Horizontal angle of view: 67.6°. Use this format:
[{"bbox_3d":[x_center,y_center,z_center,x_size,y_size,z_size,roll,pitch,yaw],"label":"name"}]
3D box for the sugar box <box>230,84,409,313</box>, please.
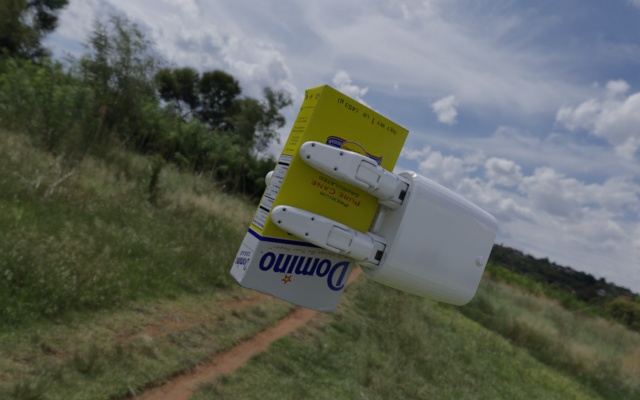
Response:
[{"bbox_3d":[0.000,0.001,0.411,0.093,0.176,0.048,23,-4,-25],"label":"sugar box"}]
